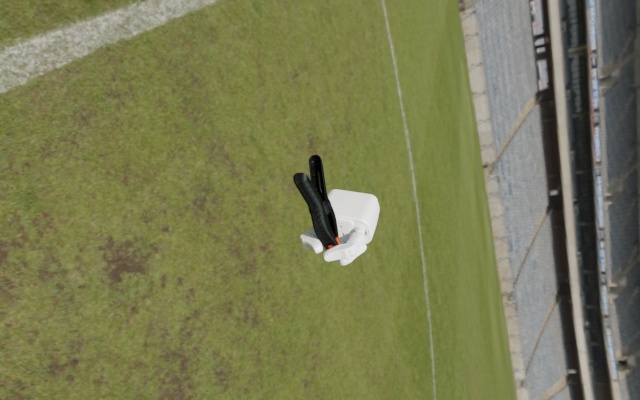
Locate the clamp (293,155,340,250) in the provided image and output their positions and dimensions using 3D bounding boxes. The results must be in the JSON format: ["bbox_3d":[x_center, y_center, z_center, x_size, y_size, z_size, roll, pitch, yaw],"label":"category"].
[{"bbox_3d":[0.001,0.003,0.853,0.039,0.171,0.120,-6,28,23],"label":"clamp"}]
